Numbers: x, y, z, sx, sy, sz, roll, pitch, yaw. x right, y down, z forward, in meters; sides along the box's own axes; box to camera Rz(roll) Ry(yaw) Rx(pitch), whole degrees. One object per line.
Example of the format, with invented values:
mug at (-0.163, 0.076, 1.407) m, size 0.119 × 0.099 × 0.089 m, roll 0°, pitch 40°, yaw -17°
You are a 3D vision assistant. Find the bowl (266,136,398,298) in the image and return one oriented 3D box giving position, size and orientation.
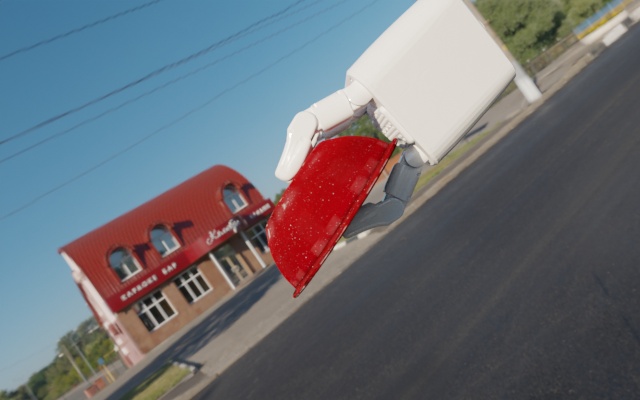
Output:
bowl at (-0.001, 0.002, 0.412) m, size 0.055 × 0.162 × 0.162 m, roll 32°, pitch 0°, yaw 1°
